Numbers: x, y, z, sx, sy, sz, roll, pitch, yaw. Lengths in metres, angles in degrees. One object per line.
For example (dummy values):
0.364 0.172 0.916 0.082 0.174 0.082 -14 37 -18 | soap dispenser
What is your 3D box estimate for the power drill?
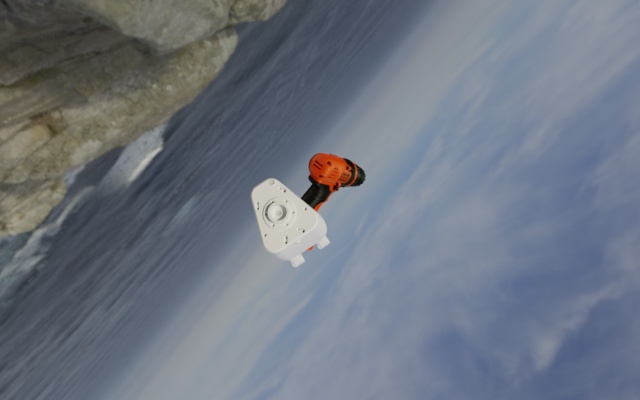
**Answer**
0.000 0.003 0.882 0.057 0.188 0.184 36 12 26 | power drill
